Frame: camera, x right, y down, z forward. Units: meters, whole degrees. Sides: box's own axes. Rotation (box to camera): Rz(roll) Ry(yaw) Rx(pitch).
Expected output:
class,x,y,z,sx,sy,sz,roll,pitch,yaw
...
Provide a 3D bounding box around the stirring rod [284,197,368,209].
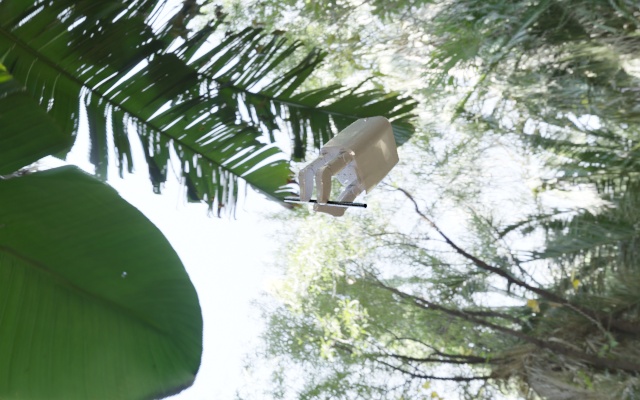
class,x,y,z,sx,sy,sz,roll,pitch,yaw
stirring rod,0.000,0.003,0.811,0.011,0.011,0.239,0,3,-34
